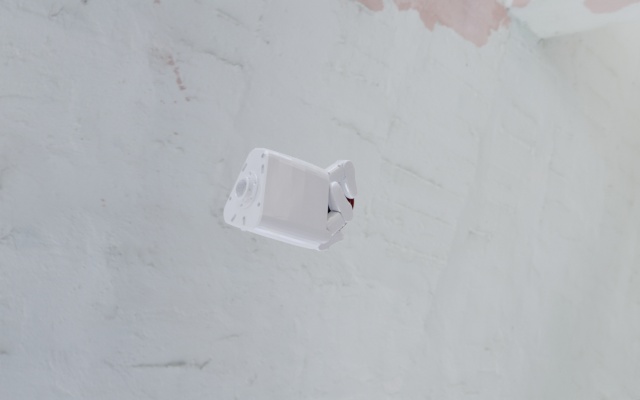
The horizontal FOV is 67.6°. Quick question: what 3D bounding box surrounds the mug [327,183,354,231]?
[{"bbox_3d":[0.001,0.003,0.748,0.117,0.093,0.081,22,-9,-40],"label":"mug"}]
